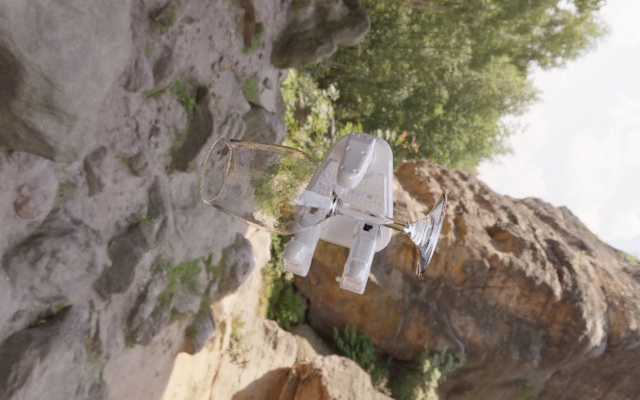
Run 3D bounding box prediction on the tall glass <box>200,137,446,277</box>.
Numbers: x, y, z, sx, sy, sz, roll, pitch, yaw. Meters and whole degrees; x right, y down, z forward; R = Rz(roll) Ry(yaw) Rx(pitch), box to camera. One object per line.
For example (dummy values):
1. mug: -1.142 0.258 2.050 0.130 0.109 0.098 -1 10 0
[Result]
1. tall glass: 0.001 0.002 0.417 0.201 0.079 0.079 17 2 6
